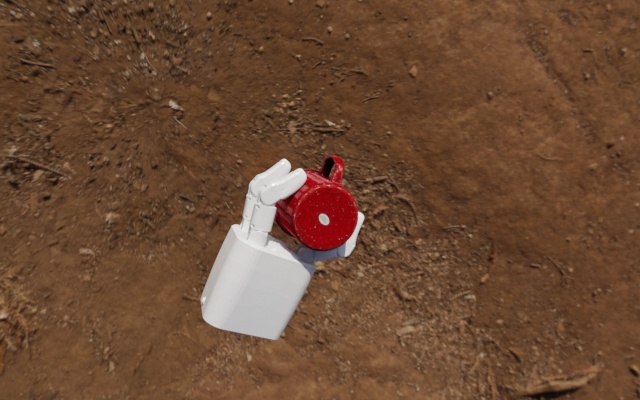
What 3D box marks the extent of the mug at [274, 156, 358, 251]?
[{"bbox_3d":[0.001,0.001,0.578,0.093,0.117,0.081,23,3,-21],"label":"mug"}]
